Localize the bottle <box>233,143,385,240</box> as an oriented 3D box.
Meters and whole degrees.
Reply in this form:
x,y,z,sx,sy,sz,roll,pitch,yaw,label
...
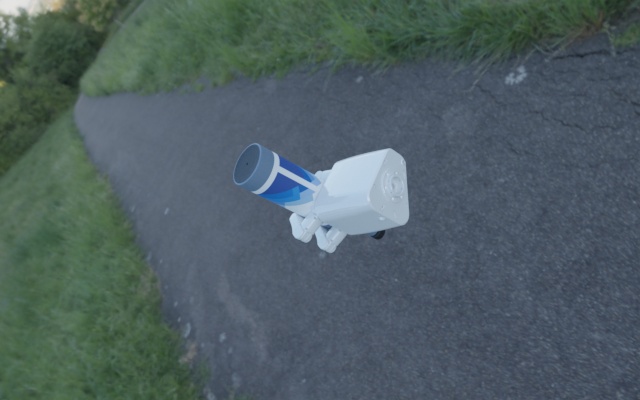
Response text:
x,y,z,sx,sy,sz,roll,pitch,yaw,label
0.000,0.002,0.770,0.296,0.069,0.069,27,-17,-36,bottle
